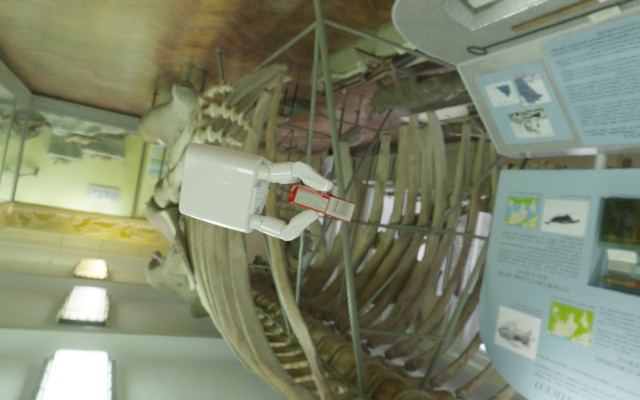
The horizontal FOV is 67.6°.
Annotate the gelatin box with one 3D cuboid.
[{"bbox_3d":[0.000,0.003,0.687,0.089,0.030,0.073,19,-1,-7],"label":"gelatin box"}]
